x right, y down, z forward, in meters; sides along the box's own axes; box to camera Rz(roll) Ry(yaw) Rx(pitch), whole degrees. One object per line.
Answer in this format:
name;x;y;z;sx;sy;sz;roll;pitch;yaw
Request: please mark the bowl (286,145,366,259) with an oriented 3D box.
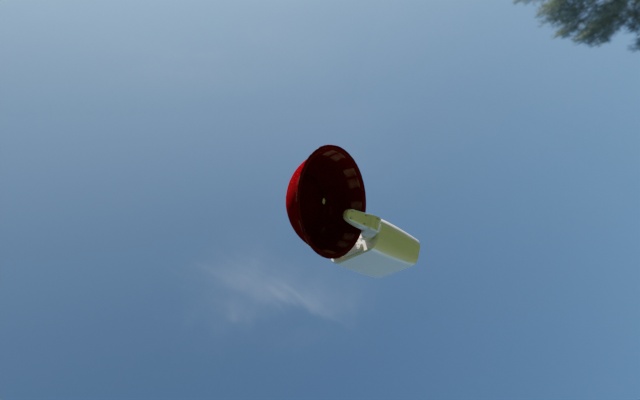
bowl;-0.001;0.001;0.690;0.055;0.162;0.162;-1;-1;38
